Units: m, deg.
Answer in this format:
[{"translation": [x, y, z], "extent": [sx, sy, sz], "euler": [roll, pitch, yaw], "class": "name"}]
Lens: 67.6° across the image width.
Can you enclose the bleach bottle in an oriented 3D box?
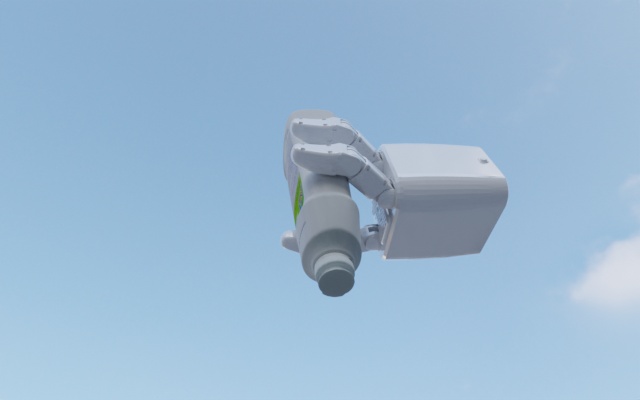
[{"translation": [0.000, 0.001, 0.468], "extent": [0.068, 0.103, 0.250], "euler": [-1, 33, -6], "class": "bleach bottle"}]
